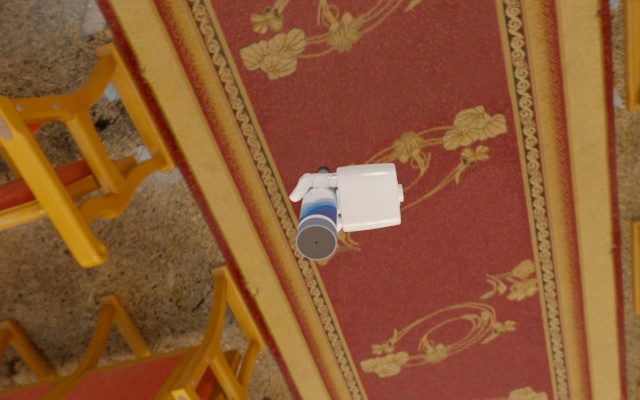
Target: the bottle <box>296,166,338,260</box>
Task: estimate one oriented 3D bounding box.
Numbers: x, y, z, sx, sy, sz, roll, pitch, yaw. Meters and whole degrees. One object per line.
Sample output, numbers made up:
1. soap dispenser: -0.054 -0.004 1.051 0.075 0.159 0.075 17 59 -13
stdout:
1. bottle: 0.000 0.003 0.892 0.069 0.069 0.295 0 26 3
